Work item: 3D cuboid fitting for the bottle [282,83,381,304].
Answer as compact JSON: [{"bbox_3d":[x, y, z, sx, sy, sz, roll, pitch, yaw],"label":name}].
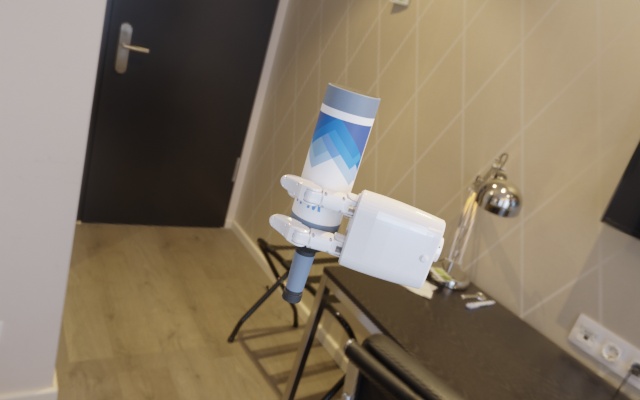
[{"bbox_3d":[0.000,0.002,0.620,0.069,0.296,0.069,15,18,-5],"label":"bottle"}]
